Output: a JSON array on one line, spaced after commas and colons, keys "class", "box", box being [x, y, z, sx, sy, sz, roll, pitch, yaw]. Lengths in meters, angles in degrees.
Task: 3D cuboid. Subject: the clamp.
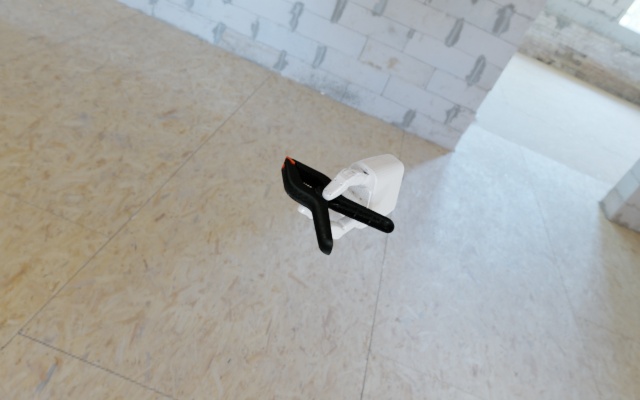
[{"class": "clamp", "box": [0.000, 0.001, 0.759, 0.210, 0.036, 0.164, 40, 34, 22]}]
